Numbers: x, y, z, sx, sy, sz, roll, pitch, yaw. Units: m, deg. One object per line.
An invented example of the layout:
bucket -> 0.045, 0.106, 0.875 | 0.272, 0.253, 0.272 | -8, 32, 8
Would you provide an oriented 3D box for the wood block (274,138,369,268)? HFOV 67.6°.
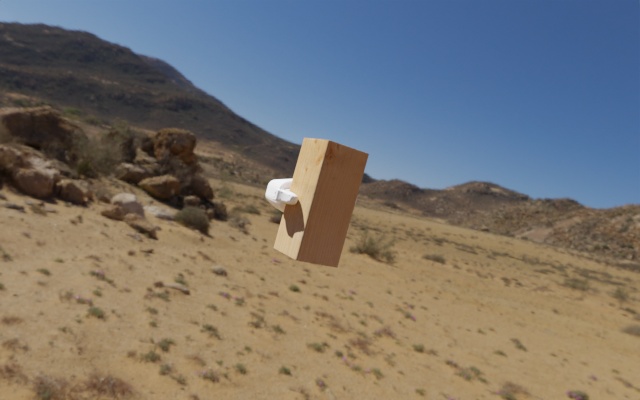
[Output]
wood block -> 0.000, 0.002, 0.840 | 0.091, 0.206, 0.090 | 14, 2, -33
